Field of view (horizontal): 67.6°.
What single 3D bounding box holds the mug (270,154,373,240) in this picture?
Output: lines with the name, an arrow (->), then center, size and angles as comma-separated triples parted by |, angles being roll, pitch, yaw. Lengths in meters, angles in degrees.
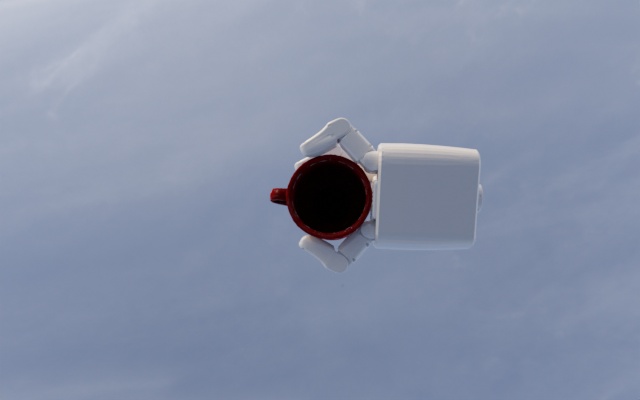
mug -> -0.001, 0.002, 0.552 | 0.117, 0.093, 0.081 | 3, -10, 5
